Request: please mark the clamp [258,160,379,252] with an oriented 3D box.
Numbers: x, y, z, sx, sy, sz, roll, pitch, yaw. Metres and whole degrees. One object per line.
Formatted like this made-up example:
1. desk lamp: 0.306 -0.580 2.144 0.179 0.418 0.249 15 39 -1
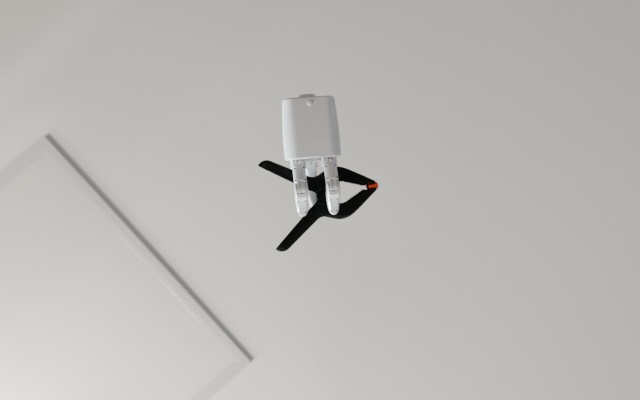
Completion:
1. clamp: 0.001 0.002 0.858 0.210 0.164 0.036 -5 4 -6
